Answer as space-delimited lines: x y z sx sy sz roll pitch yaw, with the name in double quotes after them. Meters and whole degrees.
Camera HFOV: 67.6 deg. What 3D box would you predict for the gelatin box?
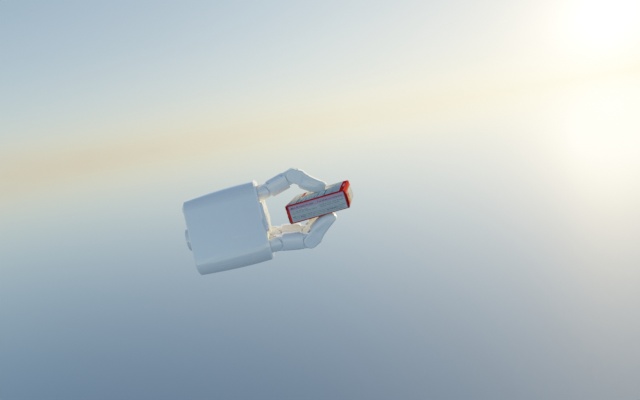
0.000 0.002 0.685 0.089 0.030 0.073 -17 10 11 "gelatin box"
